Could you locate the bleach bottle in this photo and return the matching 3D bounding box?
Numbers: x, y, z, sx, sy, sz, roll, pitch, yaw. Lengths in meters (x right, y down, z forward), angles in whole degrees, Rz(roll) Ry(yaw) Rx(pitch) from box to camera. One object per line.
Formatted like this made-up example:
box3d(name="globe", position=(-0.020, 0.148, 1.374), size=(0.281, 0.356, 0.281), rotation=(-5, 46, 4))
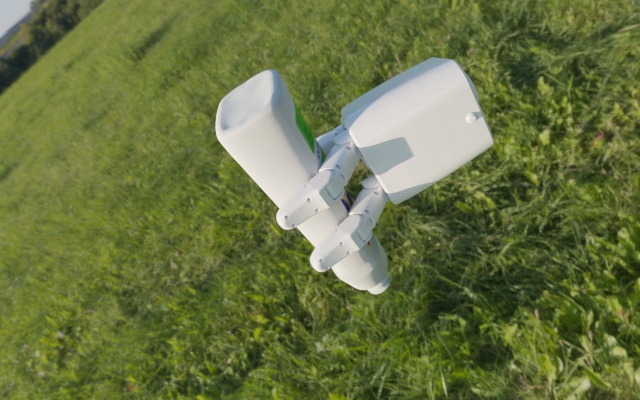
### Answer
box3d(name="bleach bottle", position=(0.000, 0.002, 0.467), size=(0.068, 0.251, 0.102), rotation=(-30, 33, 11))
